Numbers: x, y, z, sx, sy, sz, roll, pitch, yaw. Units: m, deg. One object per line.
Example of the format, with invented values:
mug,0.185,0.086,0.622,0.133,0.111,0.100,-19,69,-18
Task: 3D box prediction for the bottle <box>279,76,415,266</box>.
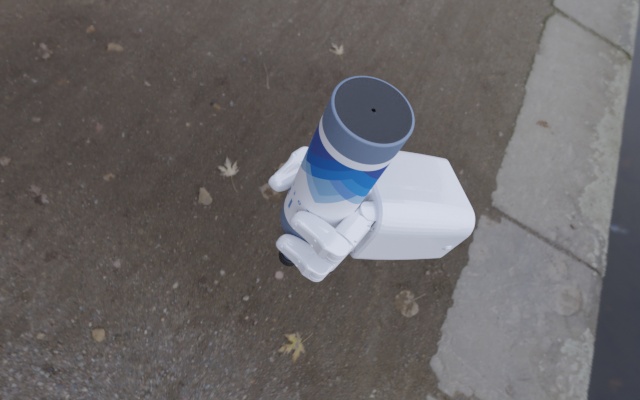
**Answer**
bottle,0.000,0.001,0.477,0.069,0.069,0.296,0,-28,-18
